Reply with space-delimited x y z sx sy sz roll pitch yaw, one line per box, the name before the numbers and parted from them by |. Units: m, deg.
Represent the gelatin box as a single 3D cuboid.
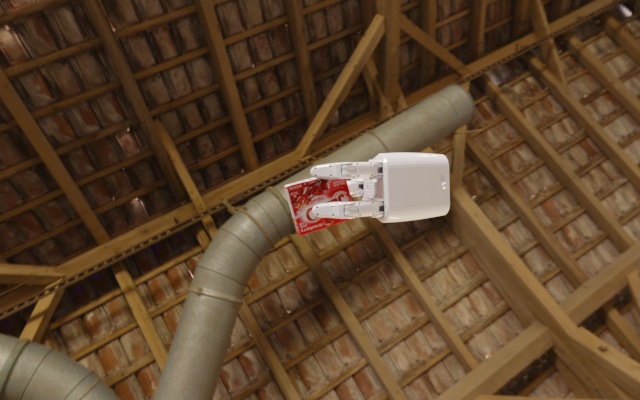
gelatin box | 0.000 0.002 0.689 0.089 0.073 0.030 -17 8 -12
